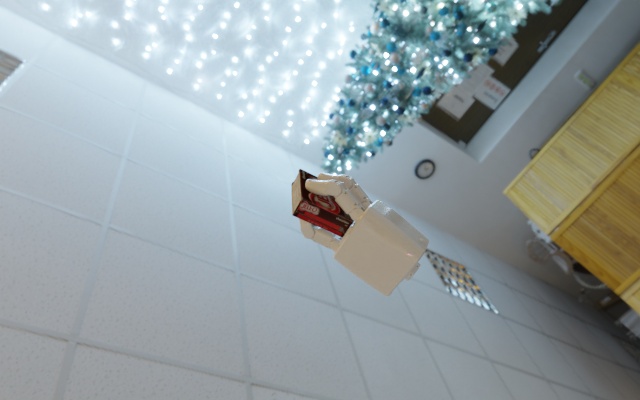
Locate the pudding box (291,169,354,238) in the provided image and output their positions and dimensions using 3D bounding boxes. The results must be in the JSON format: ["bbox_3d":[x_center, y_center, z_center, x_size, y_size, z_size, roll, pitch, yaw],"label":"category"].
[{"bbox_3d":[0.000,0.003,0.760,0.090,0.039,0.113,26,20,-17],"label":"pudding box"}]
